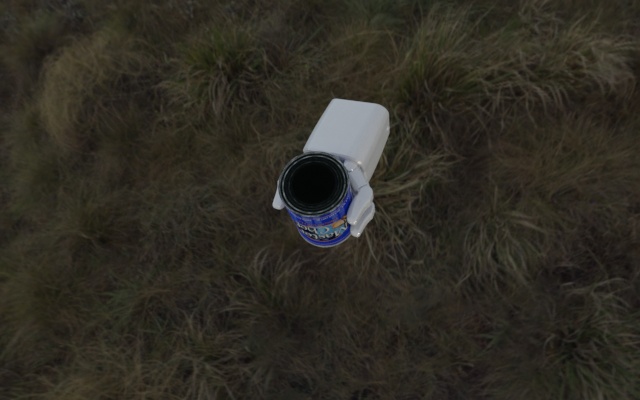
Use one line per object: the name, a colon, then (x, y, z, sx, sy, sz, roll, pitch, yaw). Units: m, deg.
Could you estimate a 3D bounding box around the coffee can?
coffee can: (0.000, 0.003, 0.733, 0.103, 0.102, 0.140, 0, -23, 9)
